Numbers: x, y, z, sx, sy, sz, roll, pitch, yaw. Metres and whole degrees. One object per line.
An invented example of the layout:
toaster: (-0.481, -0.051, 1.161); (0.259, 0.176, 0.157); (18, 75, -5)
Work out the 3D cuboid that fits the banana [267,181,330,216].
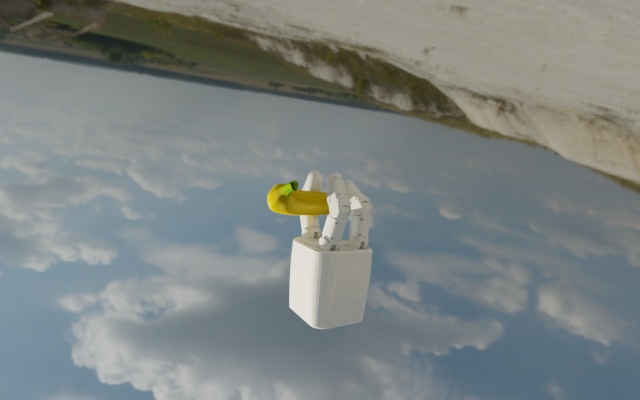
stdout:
banana: (-0.018, 0.002, 0.649); (0.069, 0.037, 0.198); (-1, -4, 25)
